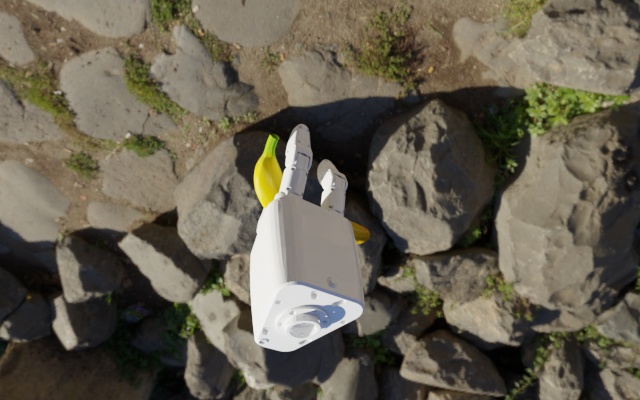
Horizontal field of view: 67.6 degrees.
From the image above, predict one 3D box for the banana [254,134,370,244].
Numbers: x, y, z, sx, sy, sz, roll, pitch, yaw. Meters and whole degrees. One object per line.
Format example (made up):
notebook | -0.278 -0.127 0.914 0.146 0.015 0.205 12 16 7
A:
banana | -0.017 0.011 0.565 0.069 0.037 0.198 -36 -53 13
